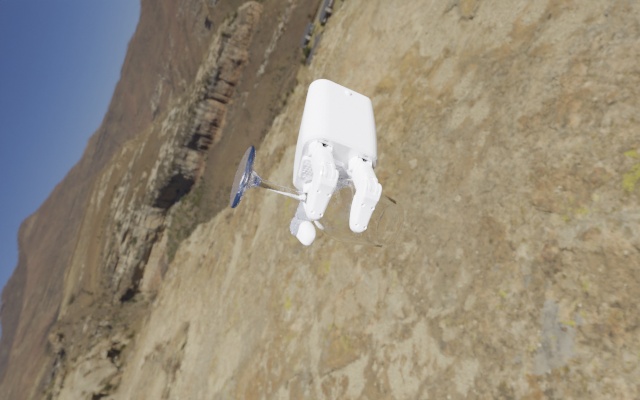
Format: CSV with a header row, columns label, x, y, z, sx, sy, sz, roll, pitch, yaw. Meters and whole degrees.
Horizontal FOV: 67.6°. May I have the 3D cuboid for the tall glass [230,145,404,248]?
label,x,y,z,sx,sy,sz,roll,pitch,yaw
tall glass,-0.001,0.002,0.570,0.201,0.079,0.079,18,-7,-21
